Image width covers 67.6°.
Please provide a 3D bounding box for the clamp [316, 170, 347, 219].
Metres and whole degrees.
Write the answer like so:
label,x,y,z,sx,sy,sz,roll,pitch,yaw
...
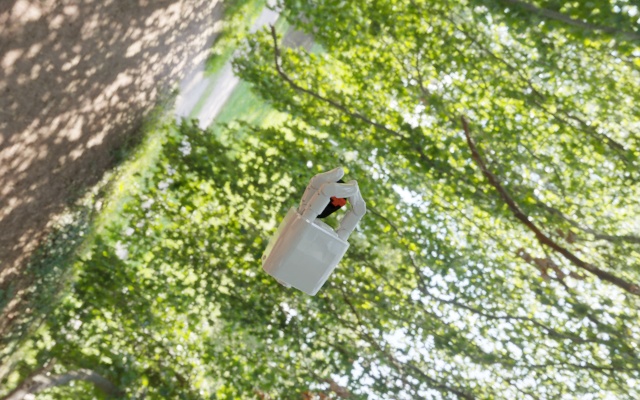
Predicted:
label,x,y,z,sx,sy,sz,roll,pitch,yaw
clamp,0.001,0.003,0.851,0.039,0.120,0.171,33,2,-11
